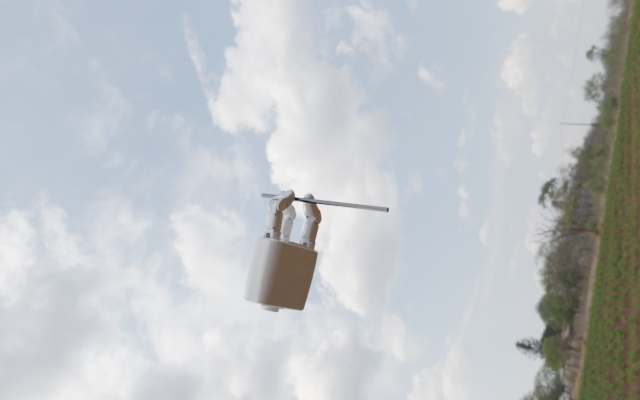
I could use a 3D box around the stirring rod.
[{"bbox_3d":[0.000,0.003,0.792,0.239,0.011,0.011,7,3,30],"label":"stirring rod"}]
